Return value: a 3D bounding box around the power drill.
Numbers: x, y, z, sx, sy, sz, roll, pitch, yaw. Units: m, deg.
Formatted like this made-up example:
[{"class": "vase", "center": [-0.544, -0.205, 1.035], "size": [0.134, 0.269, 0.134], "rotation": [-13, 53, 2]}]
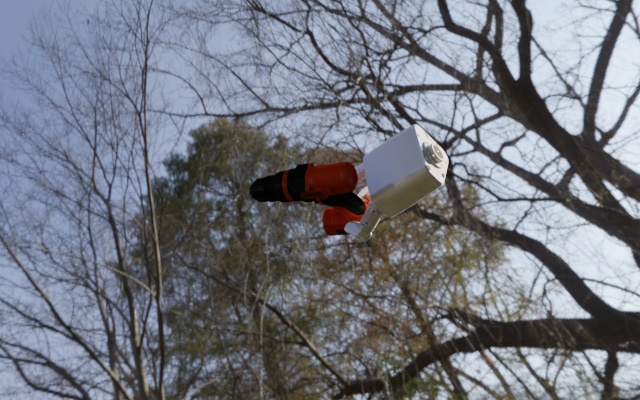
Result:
[{"class": "power drill", "center": [0.001, 0.003, 0.794], "size": [0.184, 0.057, 0.188], "rotation": [-6, -25, 28]}]
